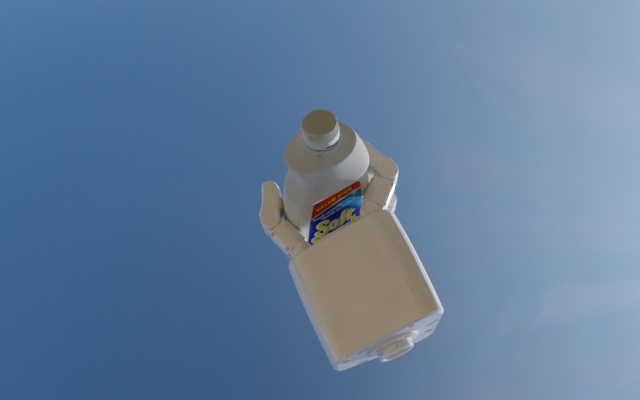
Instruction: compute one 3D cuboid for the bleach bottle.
[{"bbox_3d":[0.000,0.002,0.495,0.102,0.068,0.251,-20,-29,-7],"label":"bleach bottle"}]
